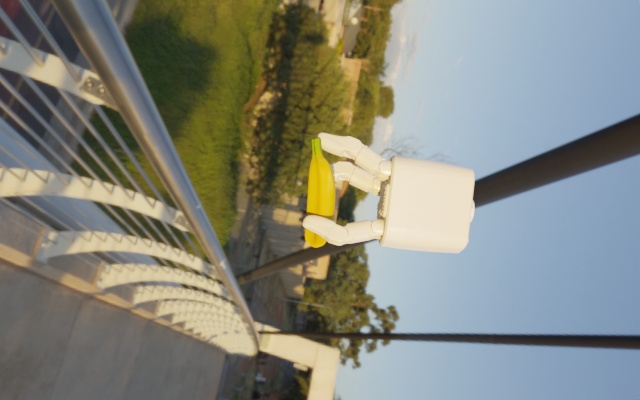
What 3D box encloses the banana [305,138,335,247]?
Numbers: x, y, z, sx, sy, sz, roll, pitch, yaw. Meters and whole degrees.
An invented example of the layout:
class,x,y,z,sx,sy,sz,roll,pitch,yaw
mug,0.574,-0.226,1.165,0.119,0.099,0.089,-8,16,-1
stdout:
class,x,y,z,sx,sy,sz,roll,pitch,yaw
banana,-0.001,0.013,0.654,0.037,0.198,0.069,5,45,-1
